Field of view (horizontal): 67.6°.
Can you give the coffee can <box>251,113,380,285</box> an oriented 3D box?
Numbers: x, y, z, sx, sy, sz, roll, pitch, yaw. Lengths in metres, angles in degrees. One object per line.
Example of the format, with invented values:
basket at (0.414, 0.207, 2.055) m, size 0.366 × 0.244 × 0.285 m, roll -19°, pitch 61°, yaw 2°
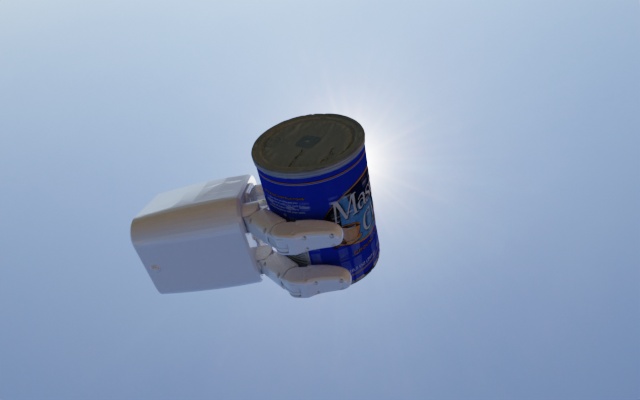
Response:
coffee can at (0.000, 0.001, 0.463) m, size 0.103 × 0.140 × 0.102 m, roll -8°, pitch 36°, yaw 6°
